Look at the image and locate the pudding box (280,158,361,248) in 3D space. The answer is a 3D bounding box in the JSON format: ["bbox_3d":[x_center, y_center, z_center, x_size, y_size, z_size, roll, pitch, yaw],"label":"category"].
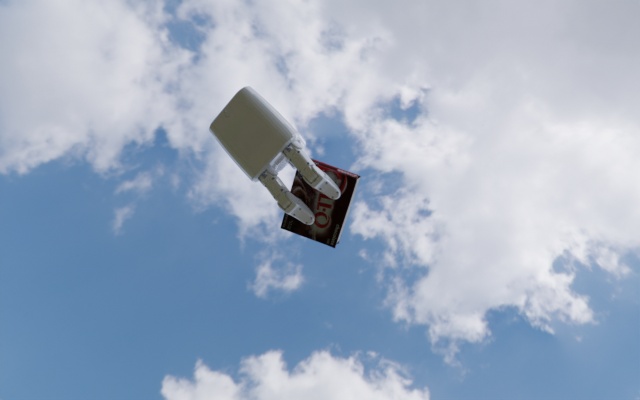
[{"bbox_3d":[0.000,0.002,0.709,0.090,0.113,0.039,19,16,12],"label":"pudding box"}]
